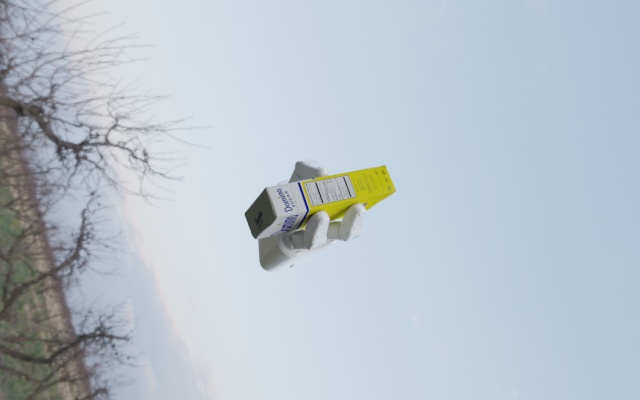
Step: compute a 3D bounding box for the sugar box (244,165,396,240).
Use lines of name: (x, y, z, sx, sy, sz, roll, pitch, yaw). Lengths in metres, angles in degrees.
sugar box: (0.000, 0.003, 0.615, 0.176, 0.048, 0.093, -15, -14, -30)
